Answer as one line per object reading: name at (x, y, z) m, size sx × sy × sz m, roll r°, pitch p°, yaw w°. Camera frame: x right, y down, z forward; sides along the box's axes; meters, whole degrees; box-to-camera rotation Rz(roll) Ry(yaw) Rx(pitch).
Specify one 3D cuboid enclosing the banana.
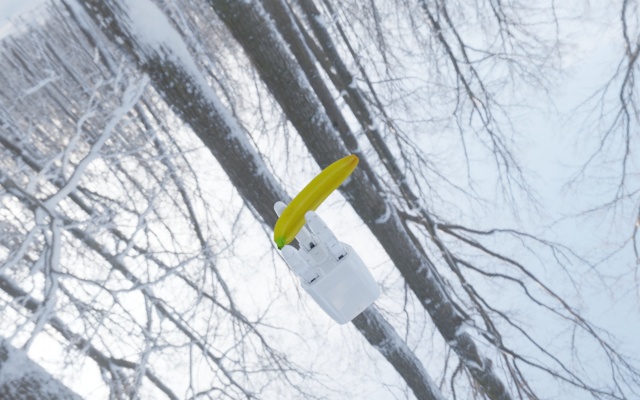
banana at (-0.014, 0.004, 0.724) m, size 0.069 × 0.197 × 0.037 m, roll 3°, pitch -42°, yaw 51°
